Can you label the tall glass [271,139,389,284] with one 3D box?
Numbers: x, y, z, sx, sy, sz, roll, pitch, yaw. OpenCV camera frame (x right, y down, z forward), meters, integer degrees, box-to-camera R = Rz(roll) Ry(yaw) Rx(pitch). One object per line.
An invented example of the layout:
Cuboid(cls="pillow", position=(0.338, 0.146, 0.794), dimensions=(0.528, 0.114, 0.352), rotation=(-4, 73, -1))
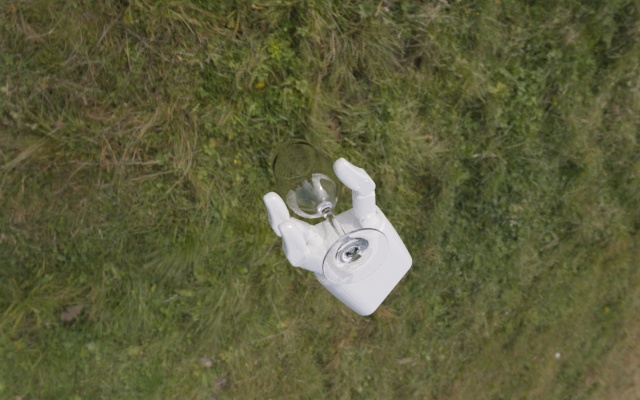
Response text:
Cuboid(cls="tall glass", position=(0.000, 0.002, 0.557), dimensions=(0.079, 0.079, 0.201), rotation=(0, 35, -27))
